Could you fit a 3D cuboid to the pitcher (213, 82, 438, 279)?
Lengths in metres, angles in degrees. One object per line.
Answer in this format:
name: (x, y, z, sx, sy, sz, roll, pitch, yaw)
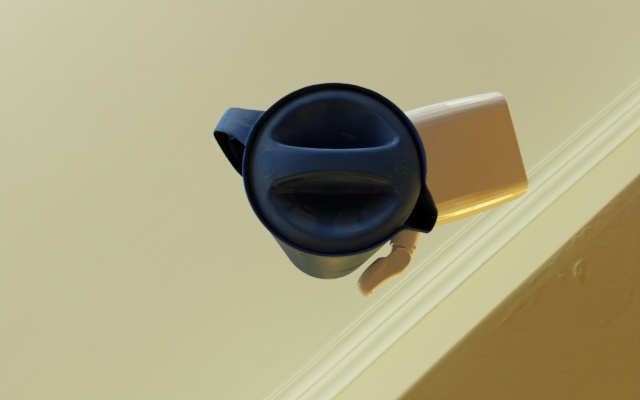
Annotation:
pitcher: (0.000, 0.001, 0.451, 0.145, 0.149, 0.243, -18, -15, -6)
